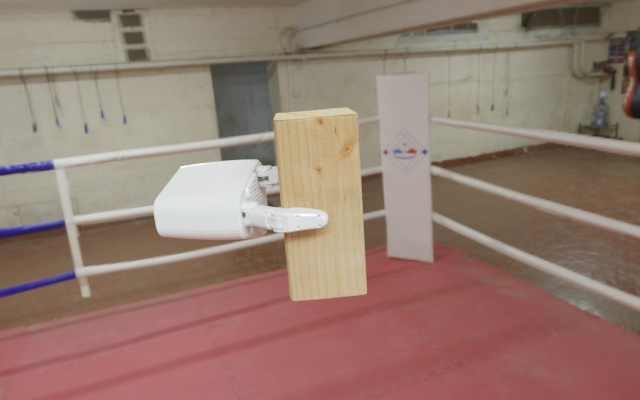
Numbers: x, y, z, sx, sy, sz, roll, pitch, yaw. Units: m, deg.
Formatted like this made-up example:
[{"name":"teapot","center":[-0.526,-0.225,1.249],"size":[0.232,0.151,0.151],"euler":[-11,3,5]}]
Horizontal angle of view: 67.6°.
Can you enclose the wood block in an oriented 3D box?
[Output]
[{"name":"wood block","center":[0.000,0.002,0.560],"size":[0.090,0.206,0.090],"euler":[-5,15,-2]}]
